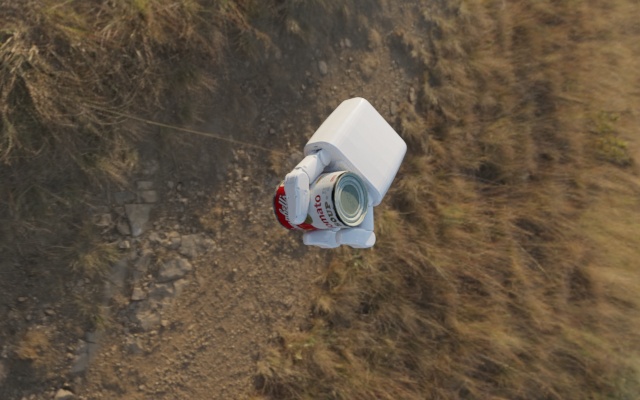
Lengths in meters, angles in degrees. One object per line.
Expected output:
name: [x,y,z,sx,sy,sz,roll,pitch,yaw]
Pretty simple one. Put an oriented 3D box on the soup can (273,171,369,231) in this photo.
soup can: [0.000,0.002,0.588,0.102,0.068,0.068,-5,-3,42]
